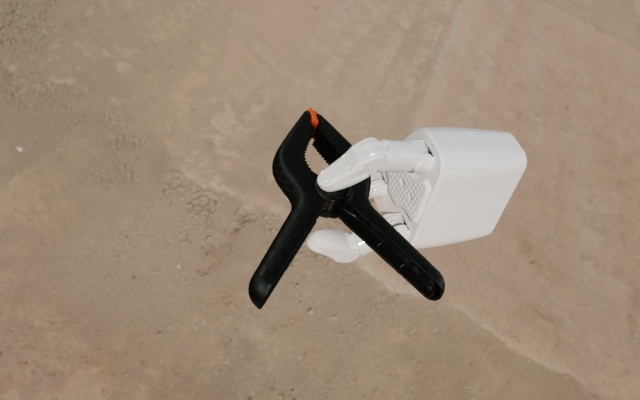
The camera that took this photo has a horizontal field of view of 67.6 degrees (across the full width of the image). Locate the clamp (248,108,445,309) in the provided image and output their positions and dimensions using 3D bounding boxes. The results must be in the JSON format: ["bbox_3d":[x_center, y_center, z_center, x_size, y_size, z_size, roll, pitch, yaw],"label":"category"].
[{"bbox_3d":[0.000,0.000,0.415,0.164,0.209,0.036,-3,-36,-27],"label":"clamp"}]
